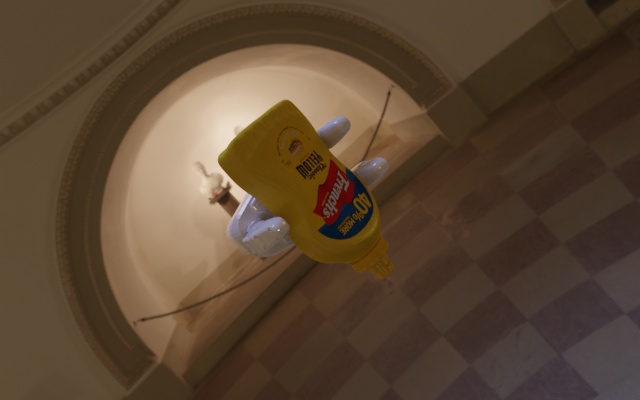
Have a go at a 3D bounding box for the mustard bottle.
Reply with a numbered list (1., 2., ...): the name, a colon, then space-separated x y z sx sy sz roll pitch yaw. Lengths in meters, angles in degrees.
1. mustard bottle: 0.000 0.001 0.452 0.058 0.191 0.096 -34 11 48
